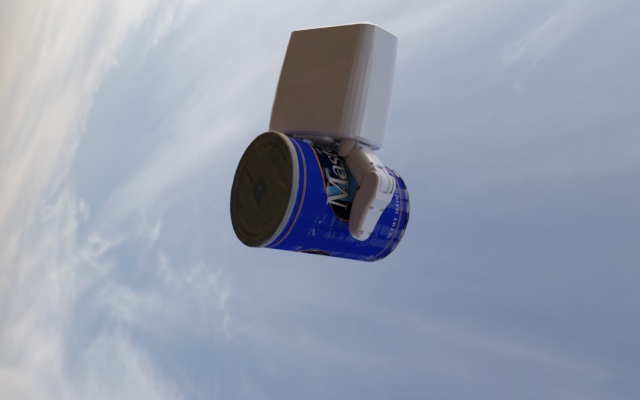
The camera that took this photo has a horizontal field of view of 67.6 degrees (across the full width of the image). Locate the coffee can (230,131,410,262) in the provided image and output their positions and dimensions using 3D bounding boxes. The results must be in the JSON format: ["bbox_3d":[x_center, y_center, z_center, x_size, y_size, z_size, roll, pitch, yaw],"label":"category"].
[{"bbox_3d":[0.000,0.002,0.456,0.140,0.103,0.103,13,-8,-37],"label":"coffee can"}]
